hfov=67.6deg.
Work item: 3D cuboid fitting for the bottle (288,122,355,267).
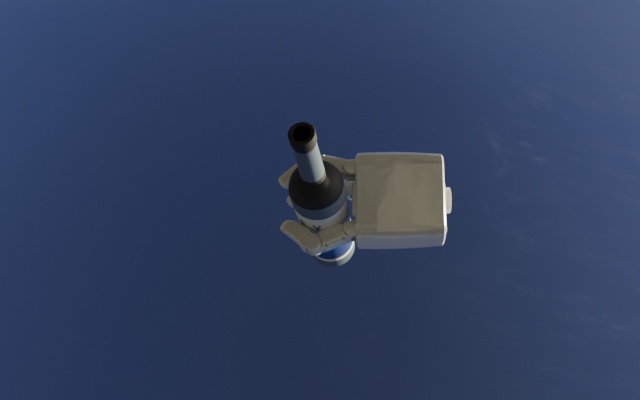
[{"bbox_3d":[0.000,0.002,0.589,0.069,0.069,0.296,0,-27,8],"label":"bottle"}]
